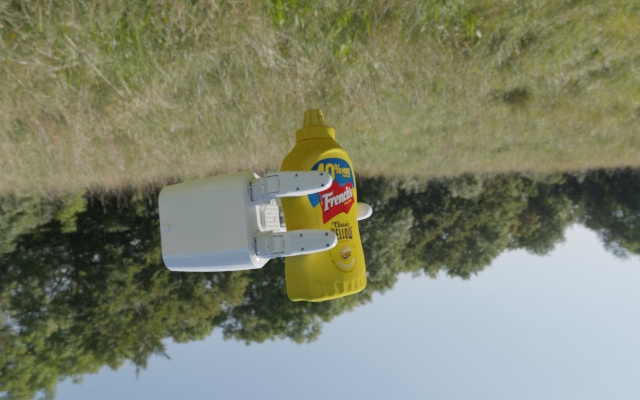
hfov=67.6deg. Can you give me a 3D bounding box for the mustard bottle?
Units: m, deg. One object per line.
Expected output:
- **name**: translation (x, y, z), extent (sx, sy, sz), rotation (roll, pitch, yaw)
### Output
- **mustard bottle**: translation (0.000, 0.002, 0.492), extent (0.058, 0.191, 0.096), rotation (-9, -5, 41)
